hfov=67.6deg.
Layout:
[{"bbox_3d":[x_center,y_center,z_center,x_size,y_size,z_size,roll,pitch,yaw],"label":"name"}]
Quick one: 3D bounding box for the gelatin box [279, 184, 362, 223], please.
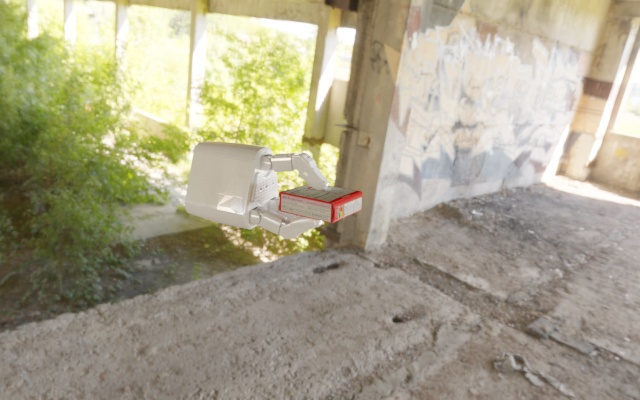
[{"bbox_3d":[0.000,0.002,0.637,0.089,0.030,0.073,11,18,33],"label":"gelatin box"}]
